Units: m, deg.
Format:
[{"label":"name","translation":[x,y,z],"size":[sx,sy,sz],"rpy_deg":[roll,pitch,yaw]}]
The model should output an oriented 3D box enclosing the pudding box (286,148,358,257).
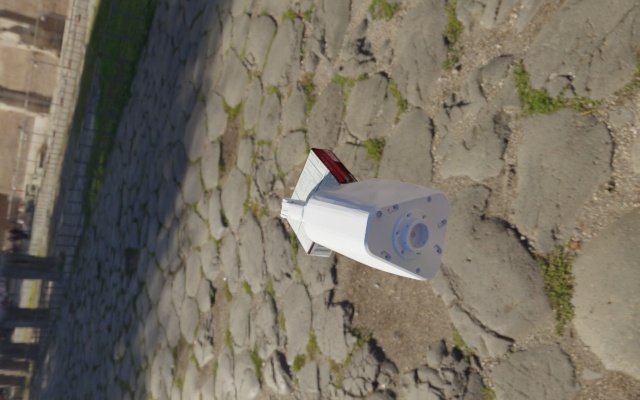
[{"label":"pudding box","translation":[0.000,0.002,0.615],"size":[0.039,0.113,0.090],"rpy_deg":[8,31,-33]}]
